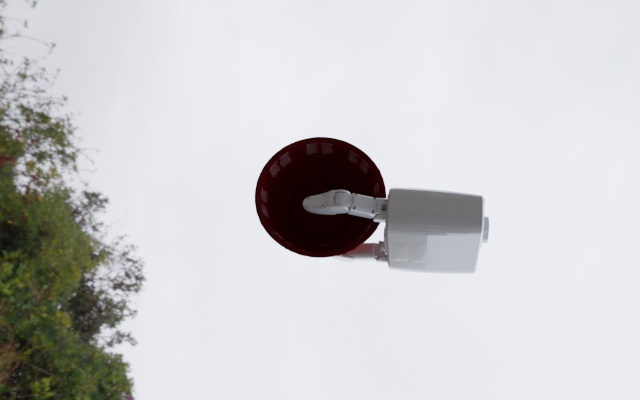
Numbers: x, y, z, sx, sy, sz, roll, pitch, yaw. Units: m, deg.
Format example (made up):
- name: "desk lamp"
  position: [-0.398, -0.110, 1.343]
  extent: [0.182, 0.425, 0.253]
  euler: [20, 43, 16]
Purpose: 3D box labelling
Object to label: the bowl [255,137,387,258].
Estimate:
- name: "bowl"
  position: [-0.001, 0.002, 0.605]
  extent: [0.162, 0.162, 0.055]
  euler: [0, -23, 0]
